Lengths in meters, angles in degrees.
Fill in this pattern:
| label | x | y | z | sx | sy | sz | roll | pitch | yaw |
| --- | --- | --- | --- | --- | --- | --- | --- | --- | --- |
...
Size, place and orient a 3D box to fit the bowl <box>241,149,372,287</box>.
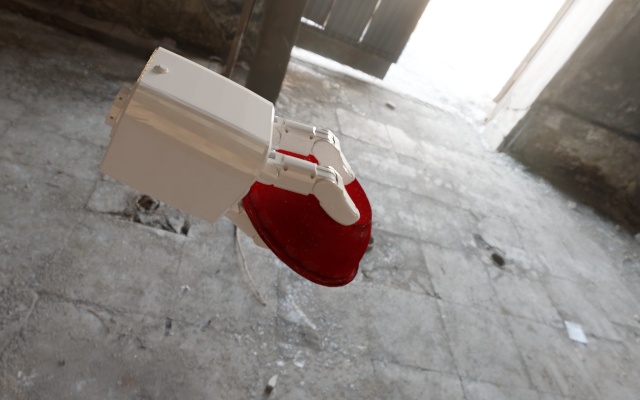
| label | x | y | z | sx | sy | sz | roll | pitch | yaw |
| --- | --- | --- | --- | --- | --- | --- | --- | --- | --- |
| bowl | 0.001 | 0.002 | 0.469 | 0.055 | 0.162 | 0.162 | -39 | -20 | 27 |
